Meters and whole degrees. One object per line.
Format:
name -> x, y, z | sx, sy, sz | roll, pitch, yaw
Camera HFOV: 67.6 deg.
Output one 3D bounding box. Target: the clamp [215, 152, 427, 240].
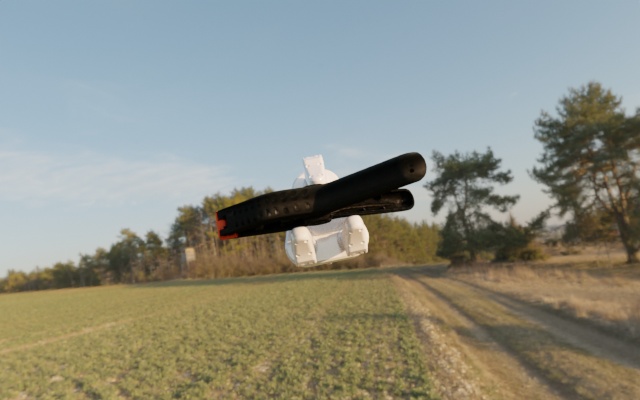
clamp -> -0.001, 0.001, 0.457 | 0.210, 0.036, 0.164 | -10, -13, -2
